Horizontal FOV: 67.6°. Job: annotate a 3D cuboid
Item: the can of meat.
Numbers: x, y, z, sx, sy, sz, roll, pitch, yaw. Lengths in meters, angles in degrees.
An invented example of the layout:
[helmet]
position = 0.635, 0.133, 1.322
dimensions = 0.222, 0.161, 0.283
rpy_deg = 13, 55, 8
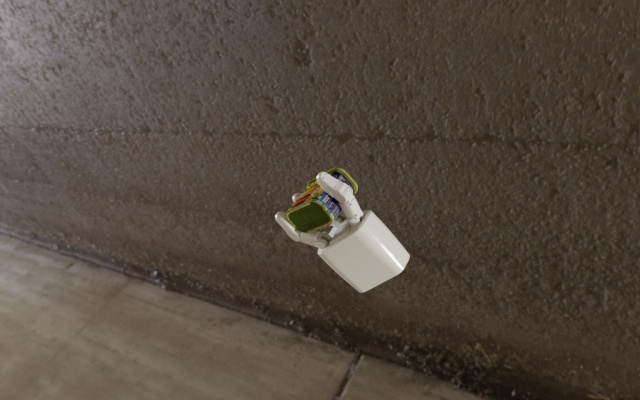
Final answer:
[can of meat]
position = 0.000, 0.003, 0.789
dimensions = 0.102, 0.057, 0.084
rpy_deg = -25, 22, 49
